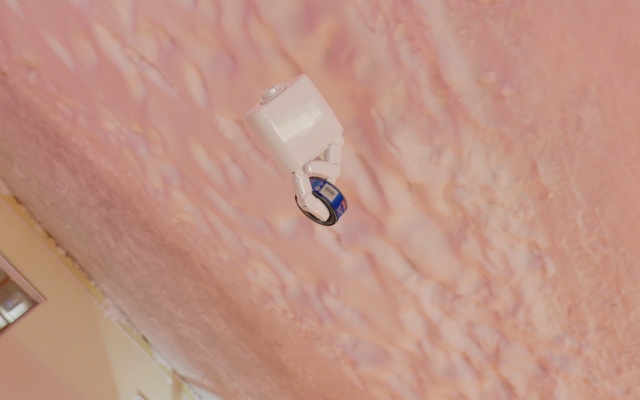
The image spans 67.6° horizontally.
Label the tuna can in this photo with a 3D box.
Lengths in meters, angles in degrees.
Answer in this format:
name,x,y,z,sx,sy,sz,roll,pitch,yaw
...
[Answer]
name,x,y,z,sx,sy,sz,roll,pitch,yaw
tuna can,0.000,0.003,0.793,0.086,0.086,0.033,0,43,47
